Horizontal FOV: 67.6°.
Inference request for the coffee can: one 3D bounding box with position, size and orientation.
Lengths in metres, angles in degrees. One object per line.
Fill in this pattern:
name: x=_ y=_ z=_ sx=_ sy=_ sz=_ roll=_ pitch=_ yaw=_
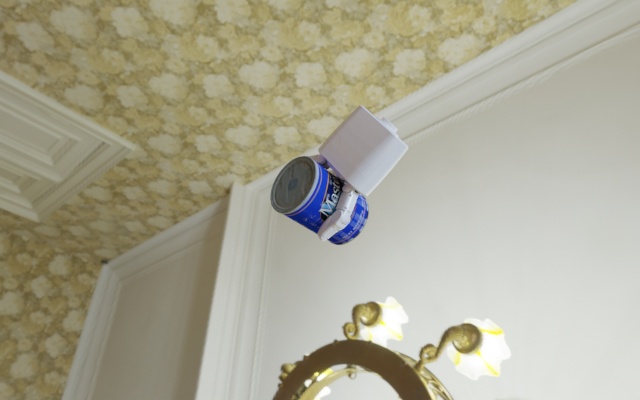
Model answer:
coffee can: x=0.000 y=0.003 z=0.811 sx=0.103 sy=0.102 sz=0.140 roll=0 pitch=-25 yaw=46
